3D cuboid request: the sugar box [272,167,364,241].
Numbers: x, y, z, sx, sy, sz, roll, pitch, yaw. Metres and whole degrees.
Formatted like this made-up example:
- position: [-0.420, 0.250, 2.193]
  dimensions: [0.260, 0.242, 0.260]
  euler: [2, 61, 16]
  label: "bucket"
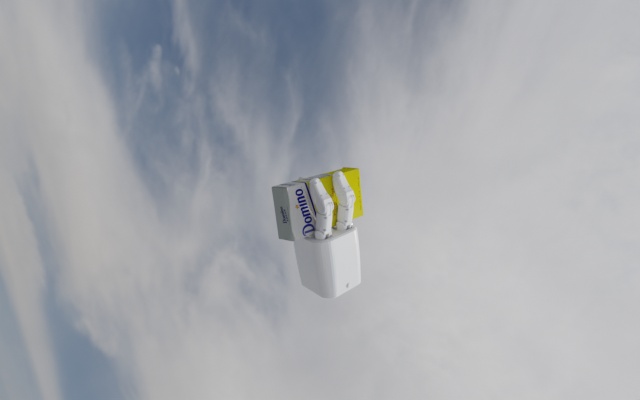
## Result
- position: [0.001, 0.003, 0.832]
  dimensions: [0.048, 0.093, 0.176]
  euler: [5, 17, 44]
  label: "sugar box"
